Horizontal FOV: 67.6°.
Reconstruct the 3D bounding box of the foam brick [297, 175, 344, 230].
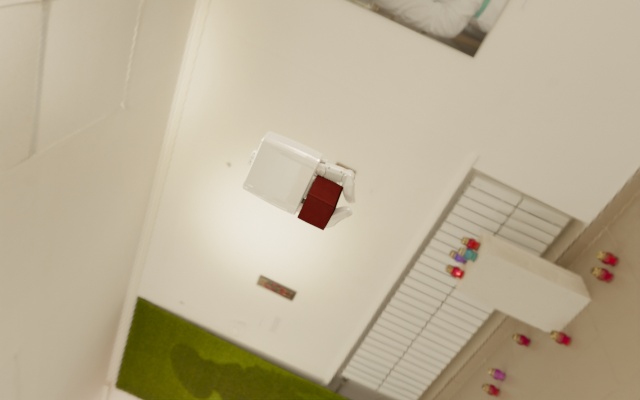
[{"bbox_3d":[0.000,0.003,0.806,0.051,0.053,0.078,26,31,-2],"label":"foam brick"}]
